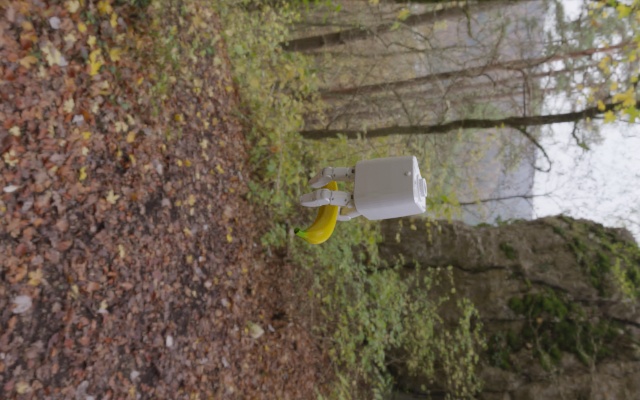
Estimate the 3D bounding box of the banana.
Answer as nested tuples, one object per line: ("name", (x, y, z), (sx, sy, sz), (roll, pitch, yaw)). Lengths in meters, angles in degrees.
("banana", (0.006, 0.020, 0.885), (0.037, 0.070, 0.197), (-10, 31, 24))
